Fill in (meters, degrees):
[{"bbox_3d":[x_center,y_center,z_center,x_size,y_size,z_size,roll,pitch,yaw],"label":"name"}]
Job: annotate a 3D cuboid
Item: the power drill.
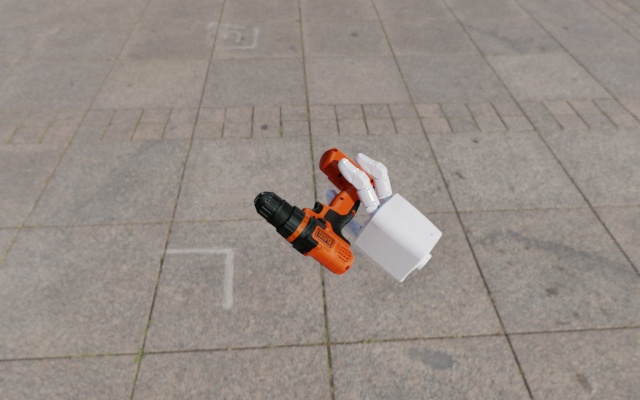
[{"bbox_3d":[0.001,0.002,0.780,0.184,0.187,0.057,40,-36,-15],"label":"power drill"}]
